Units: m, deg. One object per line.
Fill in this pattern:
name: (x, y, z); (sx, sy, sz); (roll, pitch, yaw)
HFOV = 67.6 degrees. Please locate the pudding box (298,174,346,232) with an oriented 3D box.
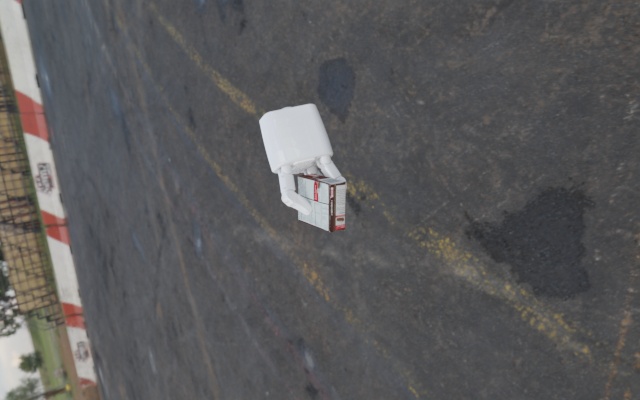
pudding box: (0.000, 0.003, 0.877); (0.039, 0.090, 0.113); (-8, 14, -31)
